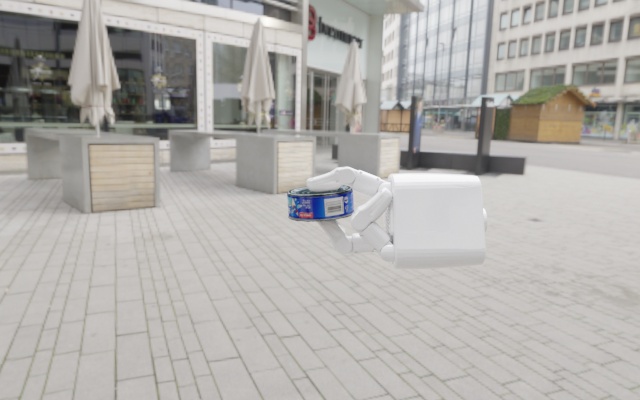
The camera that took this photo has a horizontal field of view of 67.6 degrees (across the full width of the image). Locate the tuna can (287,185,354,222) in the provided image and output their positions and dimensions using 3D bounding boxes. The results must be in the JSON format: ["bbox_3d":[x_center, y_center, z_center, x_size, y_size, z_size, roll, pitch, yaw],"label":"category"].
[{"bbox_3d":[0.000,0.001,0.612,0.086,0.034,0.086,-4,10,1],"label":"tuna can"}]
